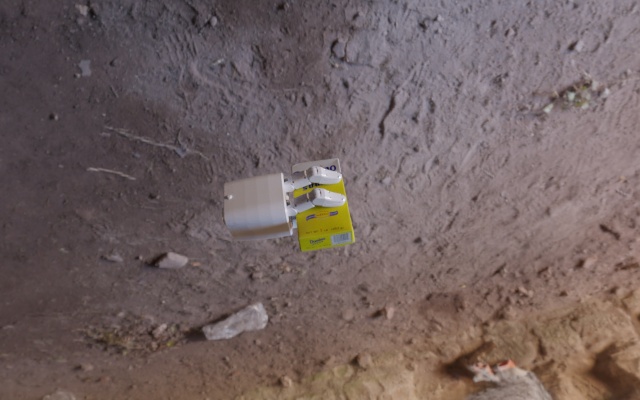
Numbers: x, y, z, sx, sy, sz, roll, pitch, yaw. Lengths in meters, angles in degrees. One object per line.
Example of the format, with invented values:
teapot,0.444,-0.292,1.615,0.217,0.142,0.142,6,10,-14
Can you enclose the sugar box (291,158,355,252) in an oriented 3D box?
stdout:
sugar box,0.000,0.003,0.843,0.093,0.176,0.048,-9,-39,-1
